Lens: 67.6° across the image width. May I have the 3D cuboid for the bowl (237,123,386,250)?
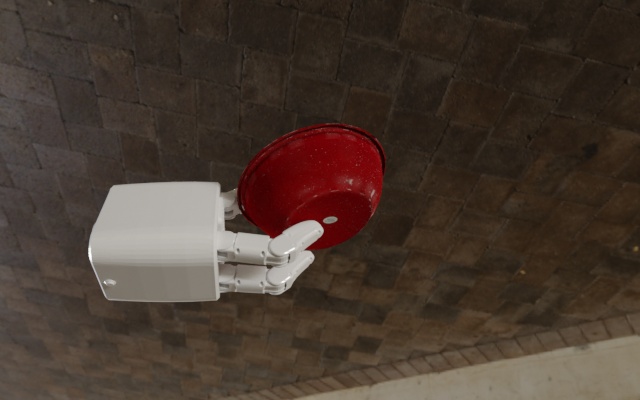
[{"bbox_3d":[0.001,0.002,0.484,0.162,0.055,0.162,-14,-38,-11],"label":"bowl"}]
